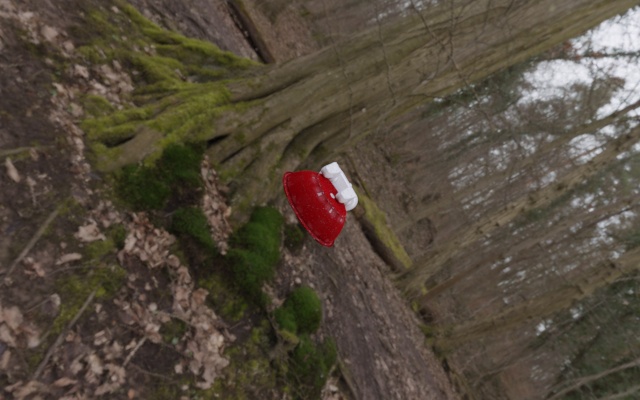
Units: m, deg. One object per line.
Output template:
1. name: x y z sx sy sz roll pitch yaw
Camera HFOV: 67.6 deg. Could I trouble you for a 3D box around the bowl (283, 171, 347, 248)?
1. bowl: 0.000 0.003 0.874 0.055 0.162 0.162 -32 -10 17
